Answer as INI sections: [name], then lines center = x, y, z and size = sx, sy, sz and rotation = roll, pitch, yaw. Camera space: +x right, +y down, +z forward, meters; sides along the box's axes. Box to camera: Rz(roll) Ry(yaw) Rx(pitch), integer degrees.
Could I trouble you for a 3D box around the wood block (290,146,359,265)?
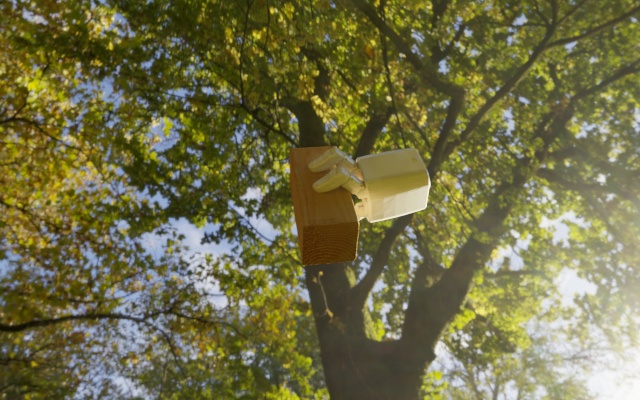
[wood block]
center = 0.001, 0.003, 0.824
size = 0.090, 0.091, 0.206
rotation = -4, 41, -7
